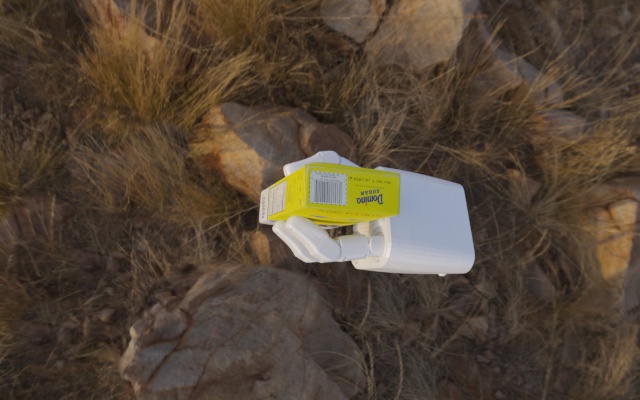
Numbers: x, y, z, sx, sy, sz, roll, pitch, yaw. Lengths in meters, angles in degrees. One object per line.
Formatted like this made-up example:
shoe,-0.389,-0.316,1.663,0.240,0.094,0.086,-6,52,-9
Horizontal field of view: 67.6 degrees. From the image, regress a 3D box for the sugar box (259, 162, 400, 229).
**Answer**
sugar box,0.000,0.002,0.497,0.093,0.048,0.176,6,-12,-18
